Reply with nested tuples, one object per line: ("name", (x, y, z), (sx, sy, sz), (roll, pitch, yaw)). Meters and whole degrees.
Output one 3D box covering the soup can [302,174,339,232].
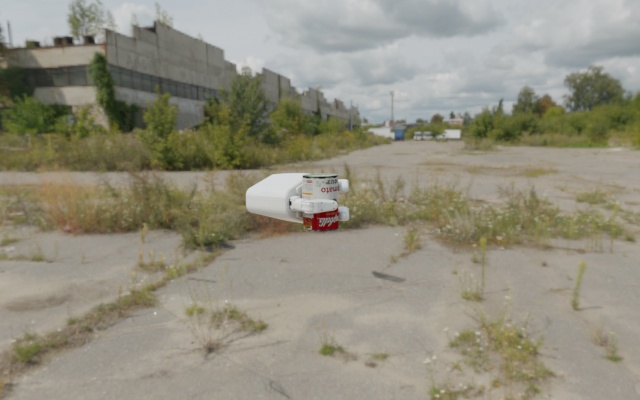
("soup can", (0.000, 0.003, 0.889), (0.068, 0.102, 0.068), (-1, 8, 0))
